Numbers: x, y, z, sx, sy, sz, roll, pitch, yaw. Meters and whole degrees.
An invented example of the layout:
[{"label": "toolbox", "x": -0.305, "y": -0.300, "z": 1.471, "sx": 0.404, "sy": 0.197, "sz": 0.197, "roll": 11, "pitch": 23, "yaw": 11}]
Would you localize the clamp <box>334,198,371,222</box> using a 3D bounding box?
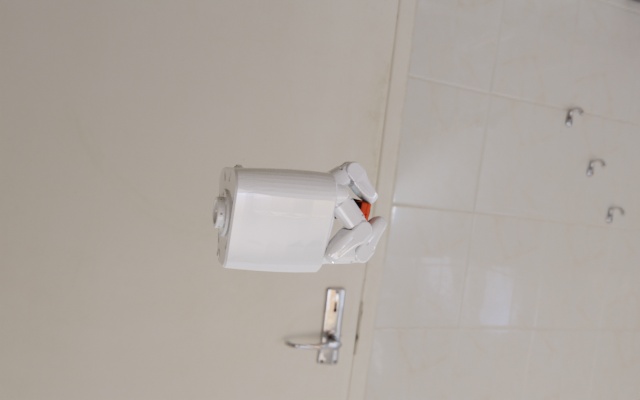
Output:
[{"label": "clamp", "x": 0.000, "y": 0.003, "z": 0.615, "sx": 0.120, "sy": 0.039, "sz": 0.171, "roll": 2, "pitch": 4, "yaw": -22}]
